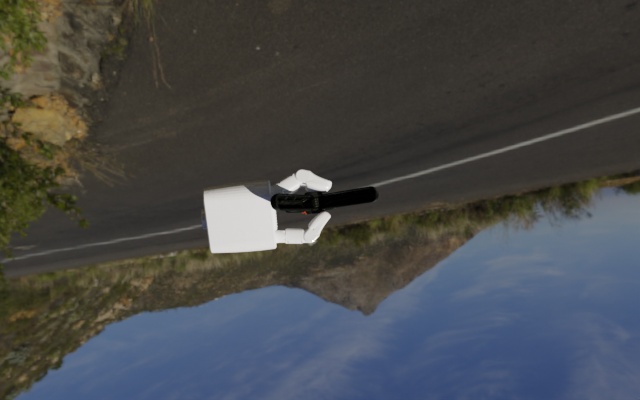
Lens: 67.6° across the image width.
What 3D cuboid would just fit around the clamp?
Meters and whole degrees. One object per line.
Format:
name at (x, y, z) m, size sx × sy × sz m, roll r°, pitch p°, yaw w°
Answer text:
clamp at (0.000, 0.003, 0.797) m, size 0.164 × 0.036 × 0.210 m, roll -4°, pitch -4°, yaw -5°
